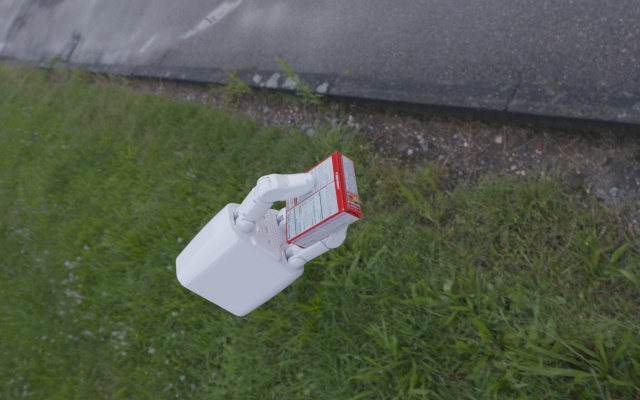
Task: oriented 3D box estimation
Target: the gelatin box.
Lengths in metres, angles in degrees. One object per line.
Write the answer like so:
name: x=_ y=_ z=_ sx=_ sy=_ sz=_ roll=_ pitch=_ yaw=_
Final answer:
gelatin box: x=0.000 y=0.001 z=0.512 sx=0.030 sy=0.073 sz=0.089 roll=23 pitch=-42 yaw=-37
